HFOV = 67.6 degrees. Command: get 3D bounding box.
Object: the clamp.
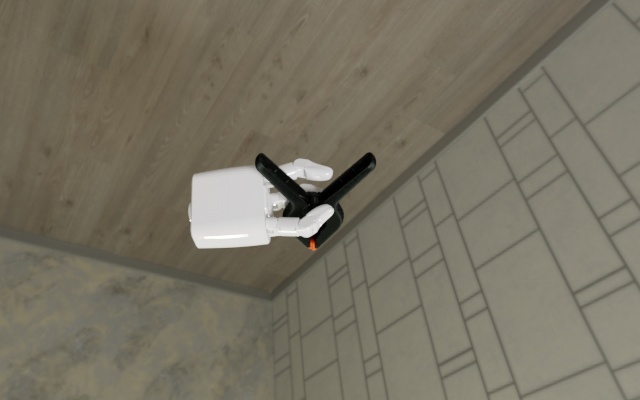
[{"bbox_3d":[0.000,0.003,0.714,0.164,0.036,0.210,-4,-41,2],"label":"clamp"}]
